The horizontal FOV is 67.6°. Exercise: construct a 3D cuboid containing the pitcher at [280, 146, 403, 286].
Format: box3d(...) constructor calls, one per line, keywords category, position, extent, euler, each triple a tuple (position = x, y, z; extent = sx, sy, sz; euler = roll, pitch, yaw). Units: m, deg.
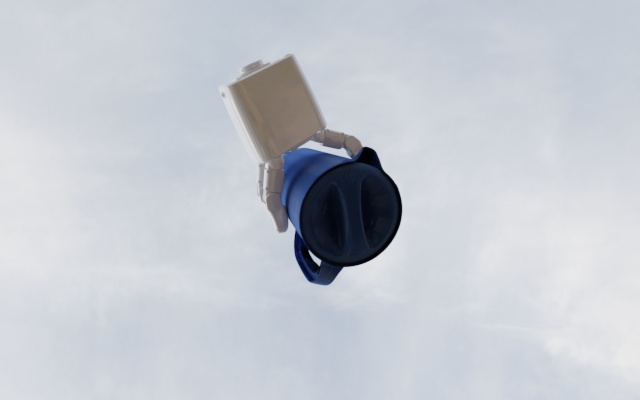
box3d(category="pitcher", position=(0.000, 0.002, 0.679), extent=(0.149, 0.145, 0.242), euler=(-31, 20, -9))
